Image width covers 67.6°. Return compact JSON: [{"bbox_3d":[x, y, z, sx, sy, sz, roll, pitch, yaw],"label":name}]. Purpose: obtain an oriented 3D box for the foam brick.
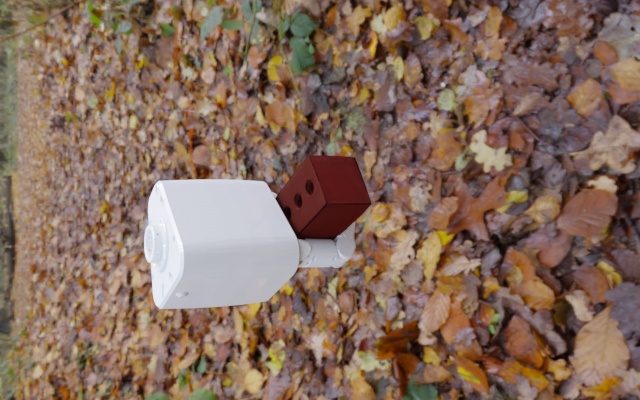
[{"bbox_3d":[0.000,0.001,0.443,0.051,0.053,0.078,1,-34,-34],"label":"foam brick"}]
